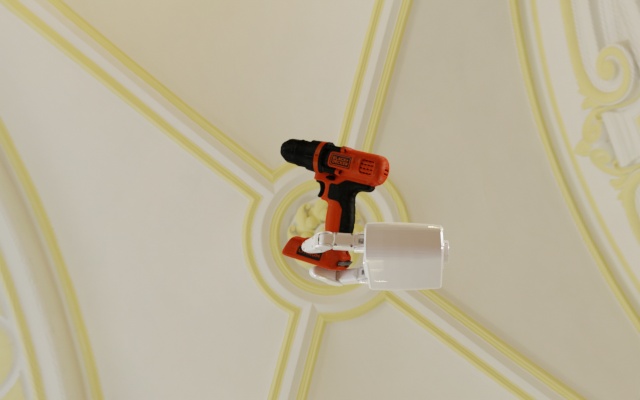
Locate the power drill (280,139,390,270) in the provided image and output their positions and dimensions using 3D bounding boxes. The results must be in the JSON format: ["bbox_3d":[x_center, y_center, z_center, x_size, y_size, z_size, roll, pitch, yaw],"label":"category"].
[{"bbox_3d":[0.000,0.003,0.737,0.184,0.187,0.057,15,3,28],"label":"power drill"}]
